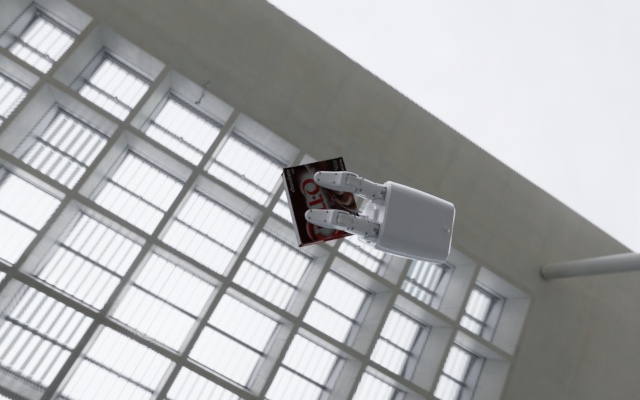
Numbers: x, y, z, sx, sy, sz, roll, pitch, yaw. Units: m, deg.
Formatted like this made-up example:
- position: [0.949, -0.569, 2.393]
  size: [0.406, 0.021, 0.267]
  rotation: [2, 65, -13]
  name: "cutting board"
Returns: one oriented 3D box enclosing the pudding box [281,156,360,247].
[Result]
- position: [0.000, 0.002, 0.677]
  size: [0.090, 0.113, 0.039]
  rotation: [-12, -12, -15]
  name: "pudding box"
